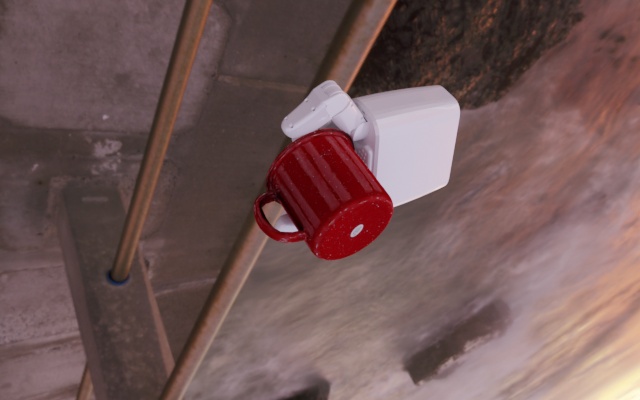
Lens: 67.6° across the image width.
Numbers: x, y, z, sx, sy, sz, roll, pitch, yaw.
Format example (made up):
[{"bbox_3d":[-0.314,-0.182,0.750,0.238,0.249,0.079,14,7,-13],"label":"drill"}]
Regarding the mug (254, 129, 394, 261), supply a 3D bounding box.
[{"bbox_3d":[-0.001,0.002,0.416,0.117,0.081,0.093,-18,-36,-24],"label":"mug"}]
